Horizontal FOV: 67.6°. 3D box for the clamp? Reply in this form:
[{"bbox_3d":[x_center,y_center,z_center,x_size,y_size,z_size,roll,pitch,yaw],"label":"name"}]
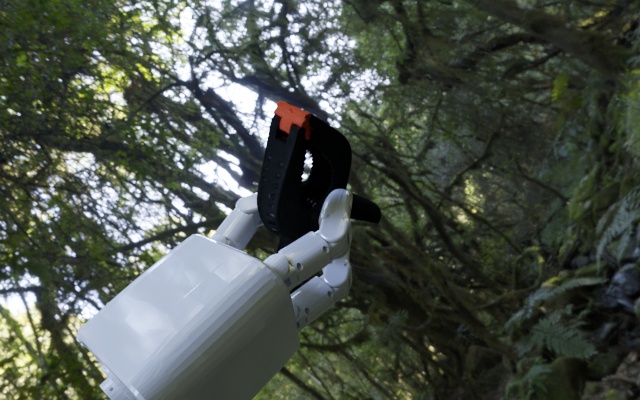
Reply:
[{"bbox_3d":[-0.001,0.001,0.400,0.036,0.210,0.164,29,54,28],"label":"clamp"}]
